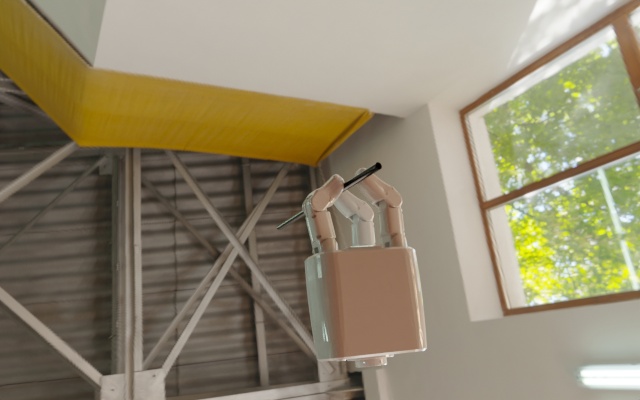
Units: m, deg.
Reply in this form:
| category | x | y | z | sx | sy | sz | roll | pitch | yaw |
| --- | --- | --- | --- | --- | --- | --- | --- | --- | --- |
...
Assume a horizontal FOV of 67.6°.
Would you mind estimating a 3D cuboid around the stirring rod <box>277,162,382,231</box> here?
| category | x | y | z | sx | sy | sz | roll | pitch | yaw |
| --- | --- | --- | --- | --- | --- | --- | --- | --- | --- |
| stirring rod | 0.000 | 0.002 | 0.581 | 0.011 | 0.011 | 0.239 | 0 | -18 | -31 |
